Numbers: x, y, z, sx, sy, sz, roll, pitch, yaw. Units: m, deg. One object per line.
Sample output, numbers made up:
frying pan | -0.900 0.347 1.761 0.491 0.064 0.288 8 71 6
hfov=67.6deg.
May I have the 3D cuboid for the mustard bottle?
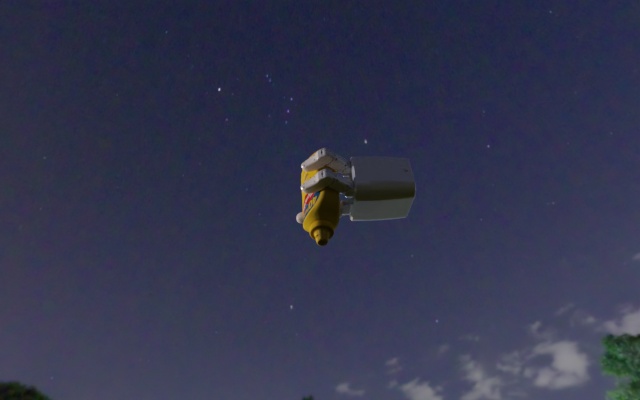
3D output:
mustard bottle | 0.000 0.003 0.847 0.058 0.191 0.096 18 -49 -19
